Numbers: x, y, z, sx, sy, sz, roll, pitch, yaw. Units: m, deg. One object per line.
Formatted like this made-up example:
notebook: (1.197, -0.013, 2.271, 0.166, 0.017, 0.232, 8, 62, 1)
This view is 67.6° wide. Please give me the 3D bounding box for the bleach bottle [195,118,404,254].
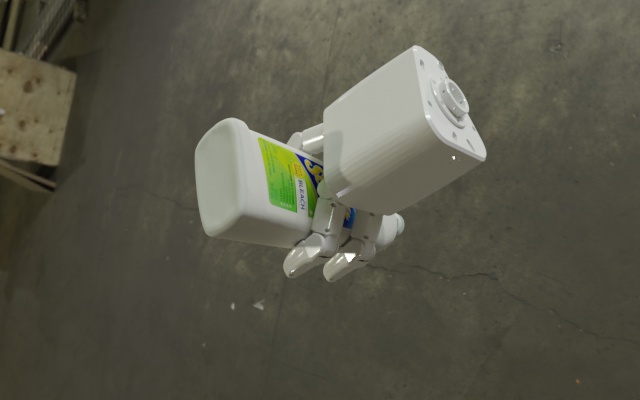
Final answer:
bleach bottle: (0.000, 0.002, 0.483, 0.068, 0.102, 0.251, -29, -29, 36)
